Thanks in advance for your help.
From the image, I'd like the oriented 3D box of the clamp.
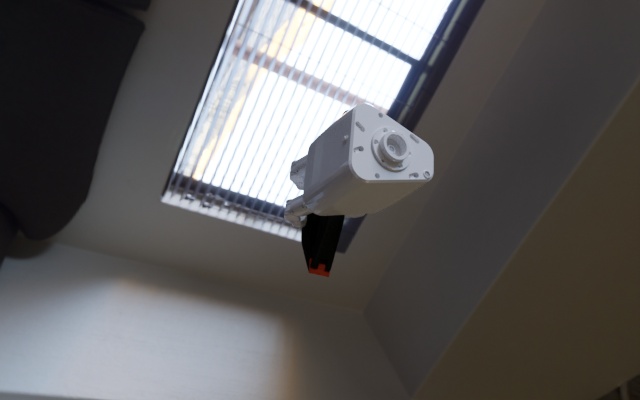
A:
[{"bbox_3d":[0.001,0.003,0.645,0.036,0.210,0.164,15,-24,-19],"label":"clamp"}]
